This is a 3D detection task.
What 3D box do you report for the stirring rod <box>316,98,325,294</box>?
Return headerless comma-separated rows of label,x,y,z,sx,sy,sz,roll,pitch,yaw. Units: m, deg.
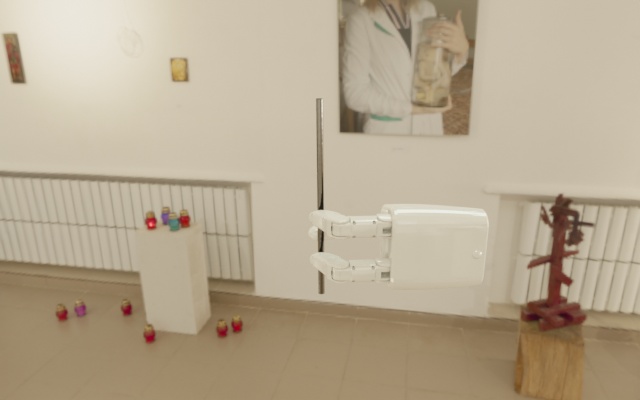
stirring rod,0.000,0.002,0.565,0.011,0.240,0.011,-1,18,0
